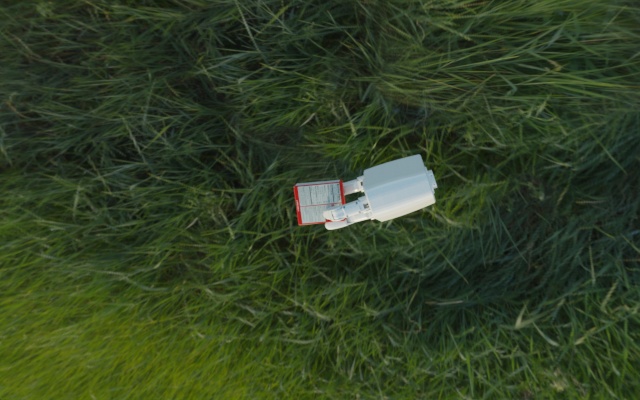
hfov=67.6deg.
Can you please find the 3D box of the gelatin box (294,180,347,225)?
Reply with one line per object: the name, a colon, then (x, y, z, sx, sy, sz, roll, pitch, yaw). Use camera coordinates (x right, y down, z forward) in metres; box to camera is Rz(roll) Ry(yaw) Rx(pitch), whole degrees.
gelatin box: (0.000, 0.003, 0.867, 0.089, 0.073, 0.030, -6, 12, 8)
